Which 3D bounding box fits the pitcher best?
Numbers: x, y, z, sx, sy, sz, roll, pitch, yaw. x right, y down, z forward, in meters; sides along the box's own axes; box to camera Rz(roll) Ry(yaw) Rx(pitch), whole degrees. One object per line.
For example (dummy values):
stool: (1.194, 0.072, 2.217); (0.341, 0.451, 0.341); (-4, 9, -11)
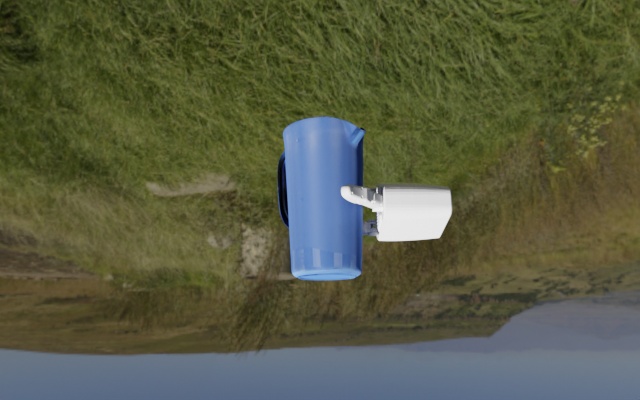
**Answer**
pitcher: (0.000, 0.002, 0.764); (0.145, 0.242, 0.149); (0, -14, -2)
